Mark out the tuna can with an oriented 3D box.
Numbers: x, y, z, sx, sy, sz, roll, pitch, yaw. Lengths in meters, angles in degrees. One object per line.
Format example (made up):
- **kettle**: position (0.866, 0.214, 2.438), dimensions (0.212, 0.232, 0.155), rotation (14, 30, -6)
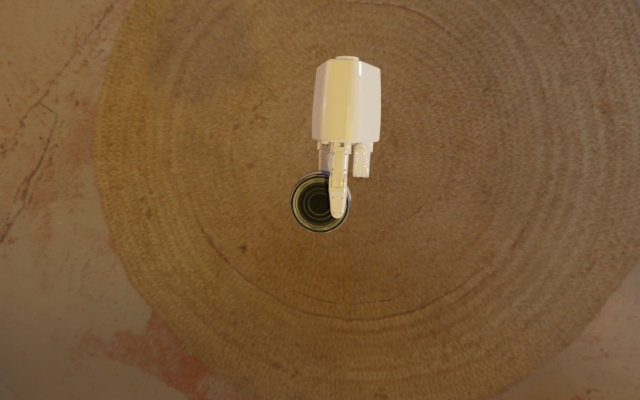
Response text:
- **tuna can**: position (0.000, 0.002, 0.669), dimensions (0.086, 0.086, 0.033), rotation (0, 12, 5)
